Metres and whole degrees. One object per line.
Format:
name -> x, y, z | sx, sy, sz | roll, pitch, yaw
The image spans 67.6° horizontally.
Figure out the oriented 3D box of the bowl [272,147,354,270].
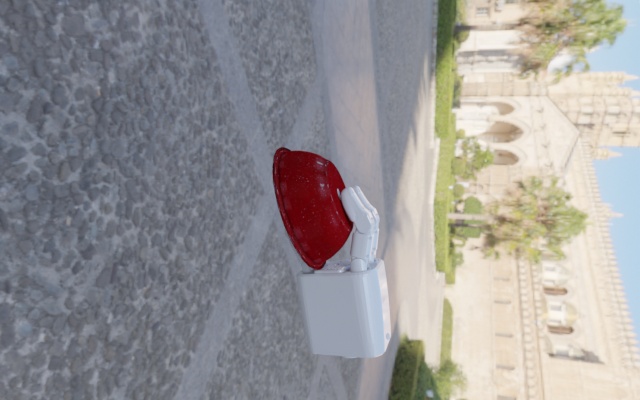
bowl -> 0.000, 0.001, 0.595 | 0.055, 0.162, 0.162 | -18, -5, 15
